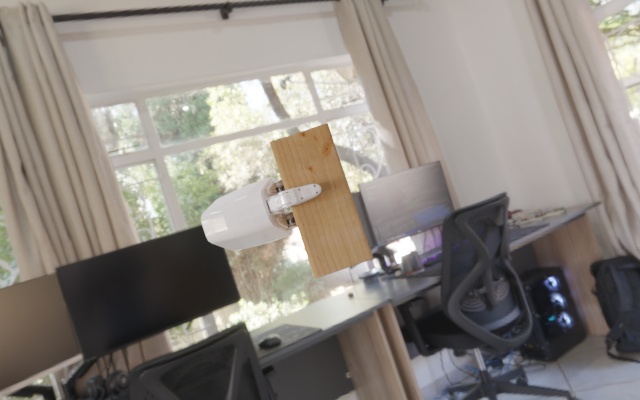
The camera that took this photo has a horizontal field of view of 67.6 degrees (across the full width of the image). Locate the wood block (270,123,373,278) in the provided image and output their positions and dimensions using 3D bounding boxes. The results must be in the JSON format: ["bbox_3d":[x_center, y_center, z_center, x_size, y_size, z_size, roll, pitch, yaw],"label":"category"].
[{"bbox_3d":[0.000,0.002,0.721,0.090,0.206,0.091,-19,-2,-3],"label":"wood block"}]
